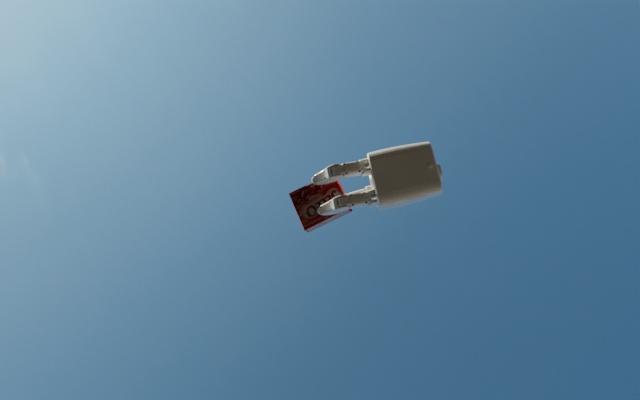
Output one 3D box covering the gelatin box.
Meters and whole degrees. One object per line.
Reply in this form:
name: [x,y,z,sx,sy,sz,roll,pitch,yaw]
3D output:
gelatin box: [0.000,0.003,0.824,0.089,0.073,0.030,-27,-17,7]
